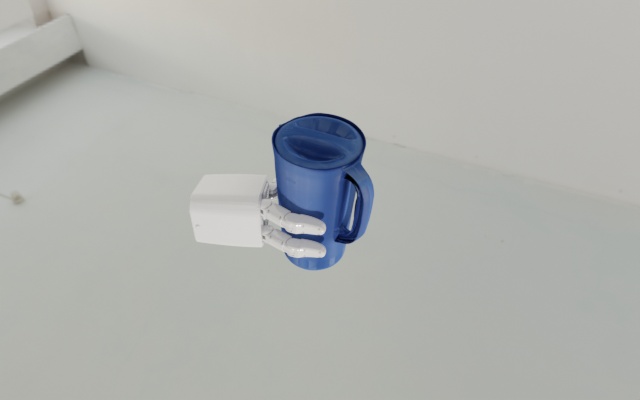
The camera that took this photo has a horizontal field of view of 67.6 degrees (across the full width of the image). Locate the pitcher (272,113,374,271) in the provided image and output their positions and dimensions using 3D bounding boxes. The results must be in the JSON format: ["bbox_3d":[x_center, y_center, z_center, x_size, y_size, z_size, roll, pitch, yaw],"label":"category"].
[{"bbox_3d":[0.000,0.002,0.741,0.145,0.243,0.149,3,43,0],"label":"pitcher"}]
